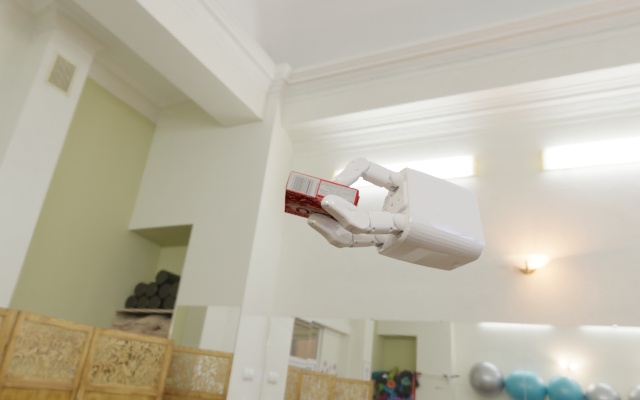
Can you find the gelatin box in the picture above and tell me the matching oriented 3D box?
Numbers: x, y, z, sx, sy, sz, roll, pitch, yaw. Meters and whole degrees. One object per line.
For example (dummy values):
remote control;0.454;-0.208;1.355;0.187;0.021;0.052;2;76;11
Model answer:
gelatin box;0.000;0.001;0.600;0.089;0.030;0.073;16;-24;1
